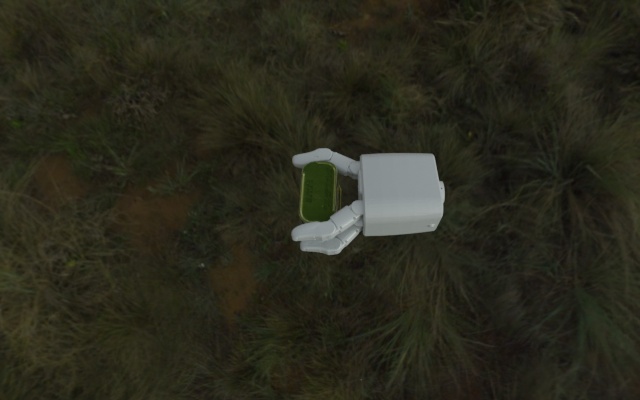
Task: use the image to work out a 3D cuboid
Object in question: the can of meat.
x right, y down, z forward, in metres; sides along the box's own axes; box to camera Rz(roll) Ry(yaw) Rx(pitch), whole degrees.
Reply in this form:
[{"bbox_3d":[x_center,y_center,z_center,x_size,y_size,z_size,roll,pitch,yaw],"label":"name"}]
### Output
[{"bbox_3d":[0.000,0.002,0.702,0.057,0.102,0.084,1,-20,5],"label":"can of meat"}]
